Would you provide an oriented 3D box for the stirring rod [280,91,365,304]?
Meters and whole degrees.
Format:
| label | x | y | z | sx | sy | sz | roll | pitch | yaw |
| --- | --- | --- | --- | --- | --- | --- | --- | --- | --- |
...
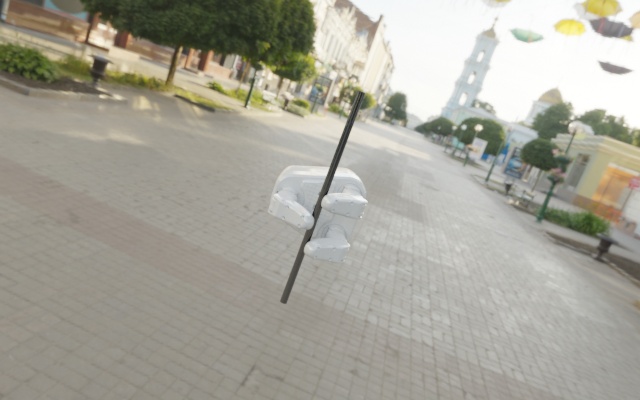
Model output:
| label | x | y | z | sx | sy | sz | roll | pitch | yaw |
| --- | --- | --- | --- | --- | --- | --- | --- | --- | --- |
| stirring rod | 0.000 | 0.002 | 0.503 | 0.011 | 0.239 | 0.011 | 20 | 12 | -4 |
